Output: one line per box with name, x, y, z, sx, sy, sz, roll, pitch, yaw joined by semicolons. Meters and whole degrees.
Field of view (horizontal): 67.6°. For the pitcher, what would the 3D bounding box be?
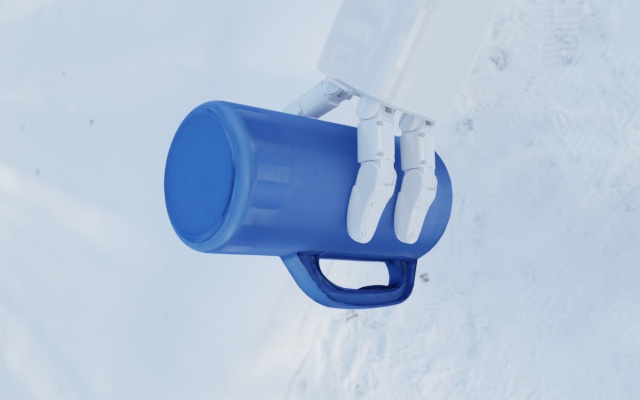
pitcher;0.000;0.001;0.411;0.243;0.145;0.149;5;26;-46
